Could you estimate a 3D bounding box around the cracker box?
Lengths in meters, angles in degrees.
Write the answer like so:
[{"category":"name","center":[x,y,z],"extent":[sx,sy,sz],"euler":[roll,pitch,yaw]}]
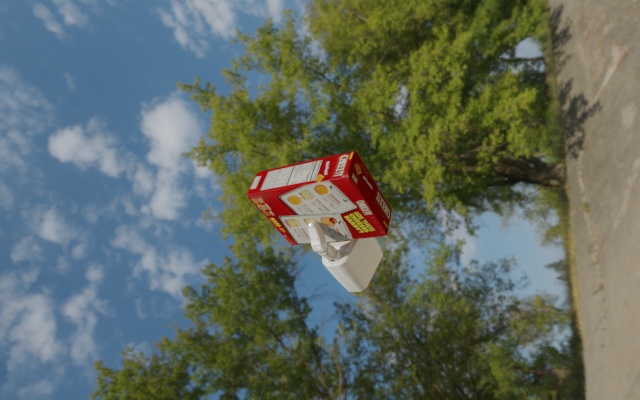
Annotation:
[{"category":"cracker box","center":[0.000,0.003,0.877],"extent":[0.214,0.072,0.164],"euler":[-10,-44,30]}]
